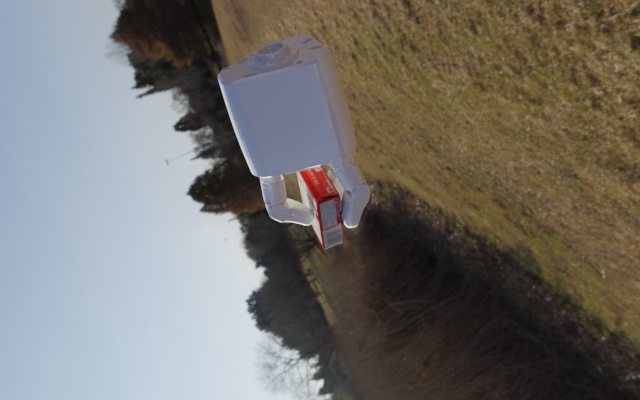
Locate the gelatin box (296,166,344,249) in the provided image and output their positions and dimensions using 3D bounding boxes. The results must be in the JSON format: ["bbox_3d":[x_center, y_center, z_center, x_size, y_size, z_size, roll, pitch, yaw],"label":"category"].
[{"bbox_3d":[0.000,0.002,0.564,0.030,0.073,0.089,-20,-41,-11],"label":"gelatin box"}]
